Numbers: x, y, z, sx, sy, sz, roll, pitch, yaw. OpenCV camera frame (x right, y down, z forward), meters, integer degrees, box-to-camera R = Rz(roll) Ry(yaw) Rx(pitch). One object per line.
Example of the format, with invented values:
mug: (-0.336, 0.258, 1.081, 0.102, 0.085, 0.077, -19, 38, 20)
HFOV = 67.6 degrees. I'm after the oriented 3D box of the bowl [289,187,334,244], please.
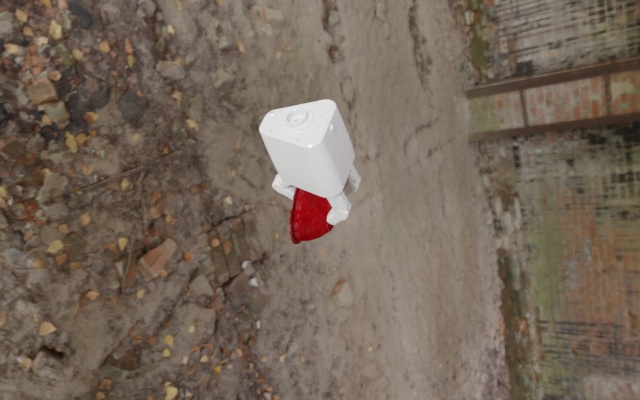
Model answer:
bowl: (0.001, 0.003, 0.817, 0.055, 0.162, 0.162, 13, 3, 12)
